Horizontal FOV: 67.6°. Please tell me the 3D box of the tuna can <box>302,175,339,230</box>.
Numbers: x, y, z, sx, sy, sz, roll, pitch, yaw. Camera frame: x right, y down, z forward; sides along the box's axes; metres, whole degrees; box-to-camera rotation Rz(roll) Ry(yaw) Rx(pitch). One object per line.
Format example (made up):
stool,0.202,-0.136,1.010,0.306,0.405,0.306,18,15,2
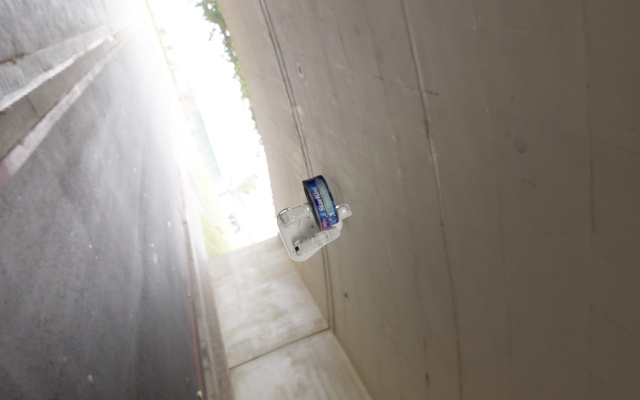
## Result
tuna can,0.001,0.002,0.775,0.034,0.086,0.086,-20,2,-6
